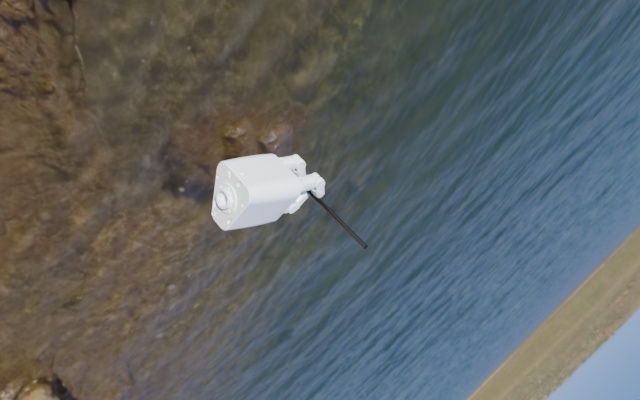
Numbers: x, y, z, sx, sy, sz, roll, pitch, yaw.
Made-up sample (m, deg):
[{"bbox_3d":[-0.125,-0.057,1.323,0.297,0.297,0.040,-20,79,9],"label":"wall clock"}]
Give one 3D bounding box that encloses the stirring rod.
[{"bbox_3d":[0.000,0.003,0.853,0.239,0.011,0.011,45,24,27],"label":"stirring rod"}]
